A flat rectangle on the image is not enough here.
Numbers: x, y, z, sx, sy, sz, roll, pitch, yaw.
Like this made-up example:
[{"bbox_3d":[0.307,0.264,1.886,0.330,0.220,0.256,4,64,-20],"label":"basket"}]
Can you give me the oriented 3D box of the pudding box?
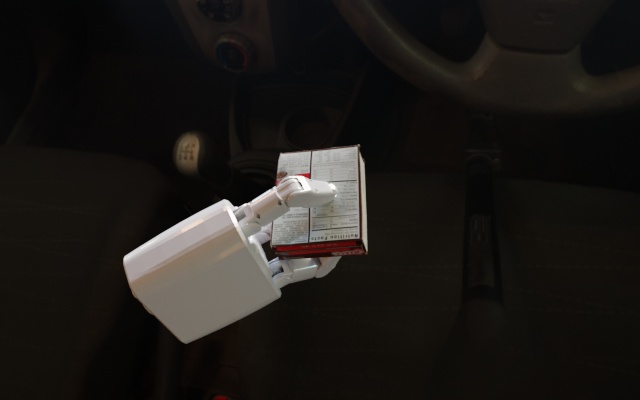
[{"bbox_3d":[0.000,0.001,0.481,0.090,0.113,0.039,-4,-29,10],"label":"pudding box"}]
